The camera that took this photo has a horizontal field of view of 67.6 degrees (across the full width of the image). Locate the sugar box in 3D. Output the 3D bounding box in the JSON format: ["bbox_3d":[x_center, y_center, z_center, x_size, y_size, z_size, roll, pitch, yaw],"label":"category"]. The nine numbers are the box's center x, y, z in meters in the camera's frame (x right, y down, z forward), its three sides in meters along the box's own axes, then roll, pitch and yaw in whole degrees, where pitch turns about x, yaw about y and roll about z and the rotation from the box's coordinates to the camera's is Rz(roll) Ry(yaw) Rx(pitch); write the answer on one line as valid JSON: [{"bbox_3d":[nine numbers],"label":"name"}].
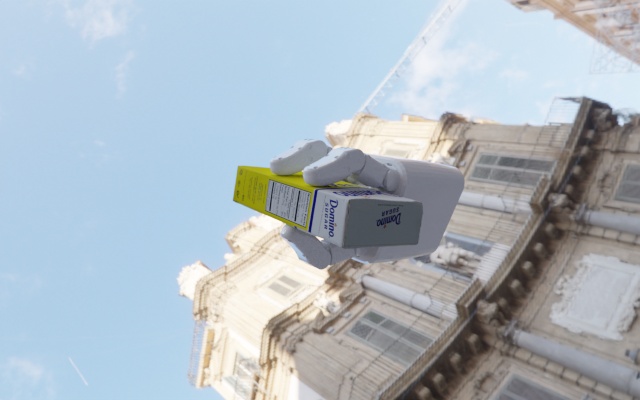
[{"bbox_3d":[0.000,0.001,0.453,0.093,0.048,0.176,2,8,-40],"label":"sugar box"}]
